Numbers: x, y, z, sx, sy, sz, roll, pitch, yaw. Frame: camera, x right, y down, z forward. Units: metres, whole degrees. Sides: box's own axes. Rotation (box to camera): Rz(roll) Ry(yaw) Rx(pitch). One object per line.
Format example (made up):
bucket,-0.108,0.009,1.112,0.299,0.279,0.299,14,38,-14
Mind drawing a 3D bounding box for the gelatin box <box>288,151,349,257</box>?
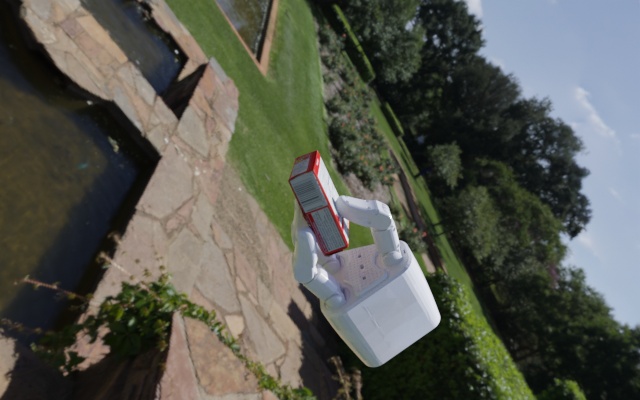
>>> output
gelatin box,0.000,0.001,0.486,0.030,0.089,0.073,-21,19,11
